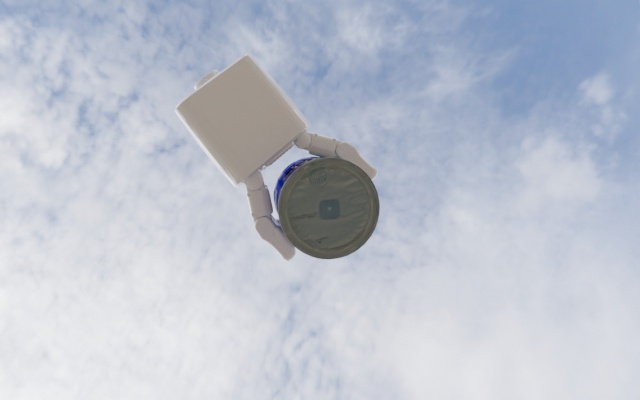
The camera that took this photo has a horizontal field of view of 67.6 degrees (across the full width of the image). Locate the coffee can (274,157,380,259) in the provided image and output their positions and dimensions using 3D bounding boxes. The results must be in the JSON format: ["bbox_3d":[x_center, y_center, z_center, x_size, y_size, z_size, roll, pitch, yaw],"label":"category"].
[{"bbox_3d":[0.000,0.002,0.542,0.103,0.103,0.140,0,6,-8],"label":"coffee can"}]
